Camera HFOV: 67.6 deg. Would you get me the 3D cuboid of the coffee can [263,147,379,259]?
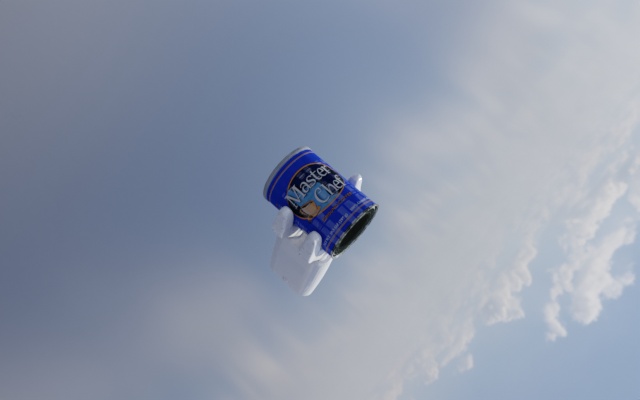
[{"bbox_3d":[0.000,0.002,0.707,0.140,0.103,0.103,41,13,16],"label":"coffee can"}]
